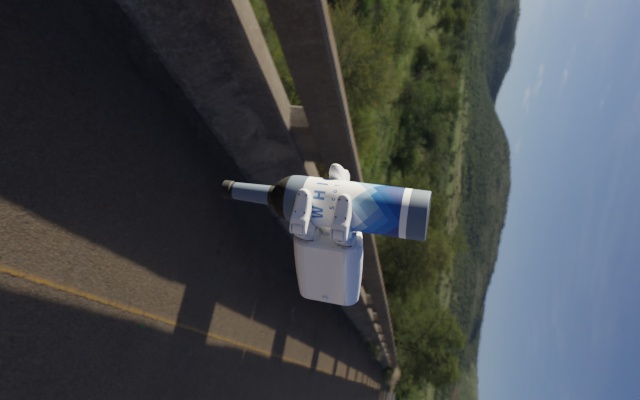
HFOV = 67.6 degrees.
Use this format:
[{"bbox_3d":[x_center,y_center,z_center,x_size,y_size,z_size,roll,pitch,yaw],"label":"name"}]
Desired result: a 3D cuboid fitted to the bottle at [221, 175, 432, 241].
[{"bbox_3d":[0.000,0.002,0.663,0.295,0.069,0.069,8,2,15],"label":"bottle"}]
